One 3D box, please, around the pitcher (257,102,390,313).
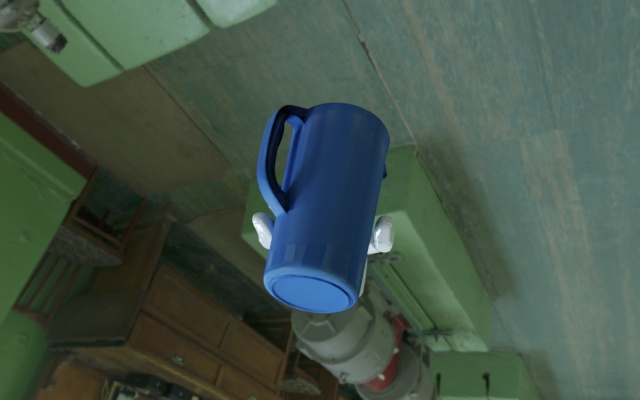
[{"bbox_3d":[0.000,0.002,0.585,0.149,0.242,0.145,5,-35,10],"label":"pitcher"}]
